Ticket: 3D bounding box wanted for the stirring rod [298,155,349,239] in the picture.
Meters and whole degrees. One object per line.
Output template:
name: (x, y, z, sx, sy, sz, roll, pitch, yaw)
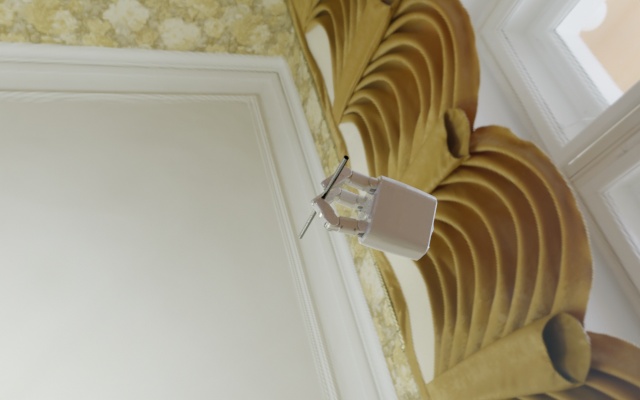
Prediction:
stirring rod: (0.000, 0.003, 0.781, 0.011, 0.011, 0.240, 0, -32, -21)
